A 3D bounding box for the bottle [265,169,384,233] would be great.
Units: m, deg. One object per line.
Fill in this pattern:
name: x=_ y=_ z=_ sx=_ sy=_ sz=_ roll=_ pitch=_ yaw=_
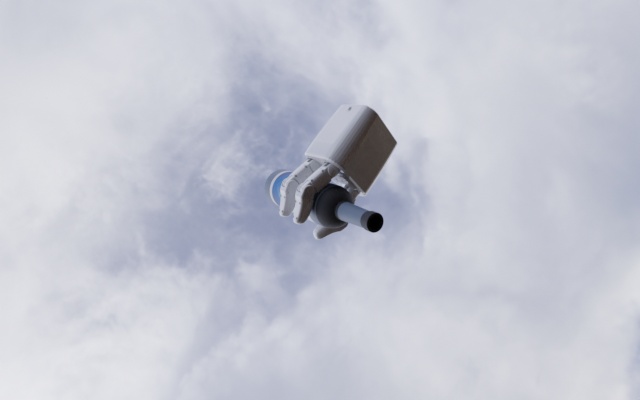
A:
bottle: x=0.000 y=0.002 z=0.749 sx=0.069 sy=0.069 sz=0.295 roll=0 pitch=10 yaw=-30
